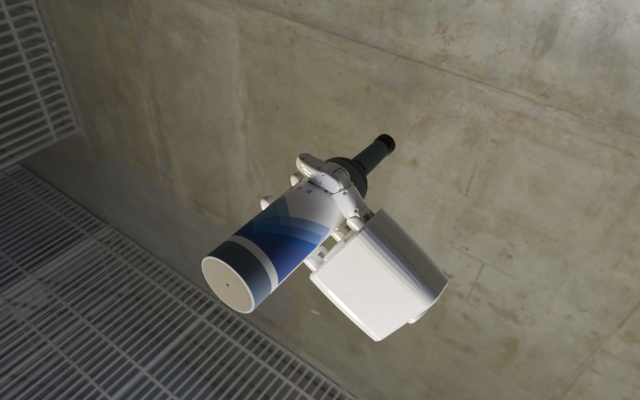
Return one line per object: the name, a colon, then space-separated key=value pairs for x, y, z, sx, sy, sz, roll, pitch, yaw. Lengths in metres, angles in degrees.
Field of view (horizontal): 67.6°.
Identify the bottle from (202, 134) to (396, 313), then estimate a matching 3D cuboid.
bottle: x=0.000 y=0.002 z=0.530 sx=0.069 sy=0.069 sz=0.295 roll=0 pitch=31 yaw=43
